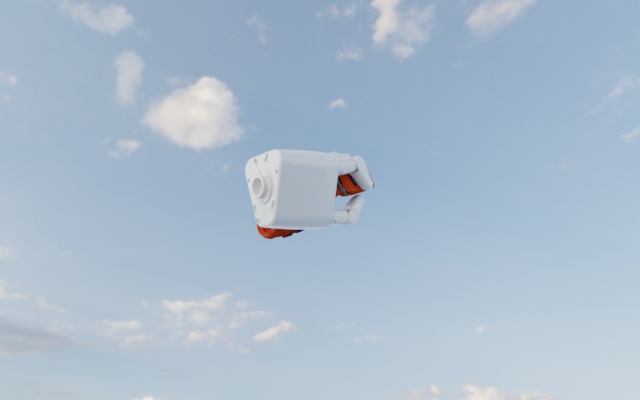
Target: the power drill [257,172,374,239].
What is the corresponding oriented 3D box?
[{"bbox_3d":[0.000,0.003,0.840,0.188,0.057,0.184,-35,-8,26],"label":"power drill"}]
